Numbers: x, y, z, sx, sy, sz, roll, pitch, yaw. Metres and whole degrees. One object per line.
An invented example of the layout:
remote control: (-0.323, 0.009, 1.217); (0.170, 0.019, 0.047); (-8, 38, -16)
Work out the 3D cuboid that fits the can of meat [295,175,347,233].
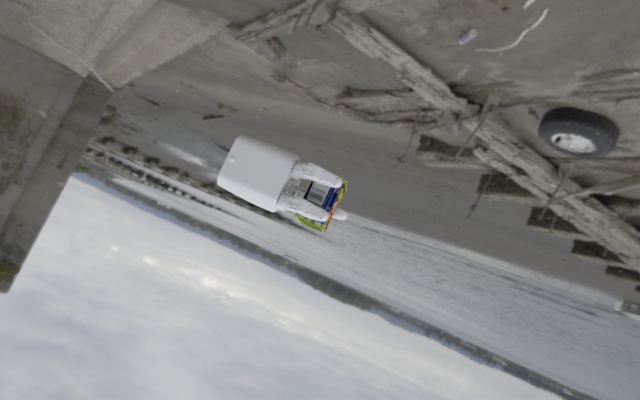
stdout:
can of meat: (0.000, 0.003, 0.770); (0.057, 0.084, 0.102); (24, -8, 6)
